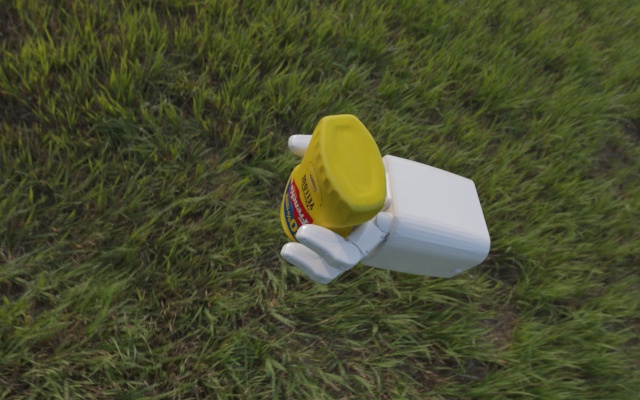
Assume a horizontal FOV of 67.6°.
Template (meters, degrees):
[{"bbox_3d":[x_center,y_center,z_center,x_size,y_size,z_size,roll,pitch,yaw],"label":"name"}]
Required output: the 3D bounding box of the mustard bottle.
[{"bbox_3d":[0.000,0.001,0.487,0.058,0.096,0.192,-10,-19,-23],"label":"mustard bottle"}]
